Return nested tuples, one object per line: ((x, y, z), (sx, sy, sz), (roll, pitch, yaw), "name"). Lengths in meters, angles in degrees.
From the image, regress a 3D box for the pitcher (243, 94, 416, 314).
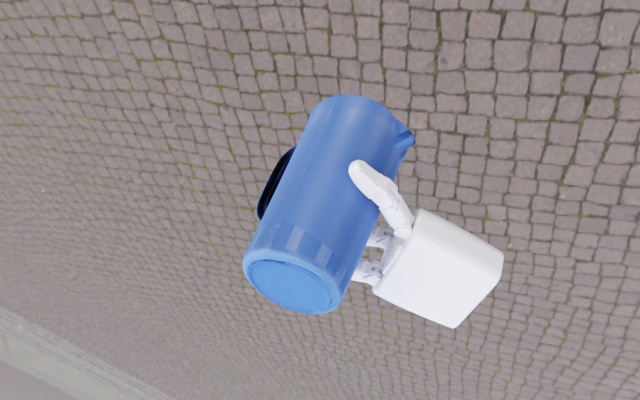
((0.000, 0.002, 0.552), (0.145, 0.242, 0.149), (27, -37, -2), "pitcher")
